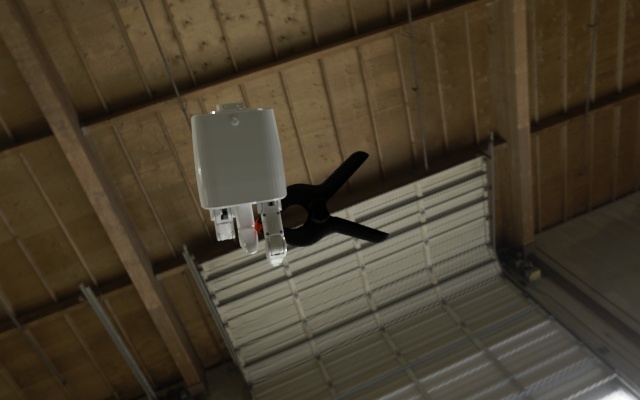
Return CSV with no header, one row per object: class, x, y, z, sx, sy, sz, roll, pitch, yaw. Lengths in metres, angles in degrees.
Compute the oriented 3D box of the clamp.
clamp,0.000,0.002,0.603,0.171,0.120,0.039,-6,-7,-16
